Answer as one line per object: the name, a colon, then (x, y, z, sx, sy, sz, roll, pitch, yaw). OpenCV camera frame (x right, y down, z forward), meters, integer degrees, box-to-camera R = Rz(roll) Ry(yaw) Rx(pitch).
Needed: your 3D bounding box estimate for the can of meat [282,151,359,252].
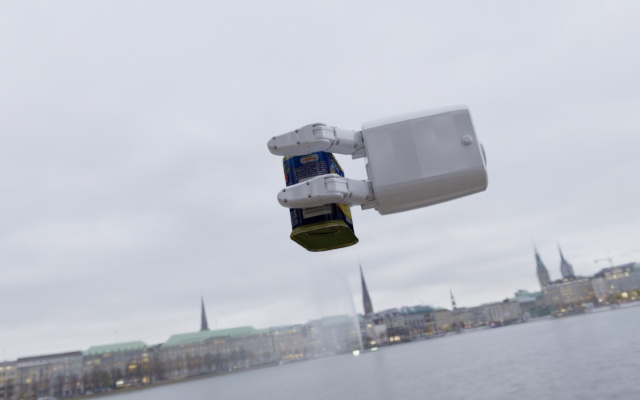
can of meat: (0.000, 0.001, 0.497, 0.057, 0.084, 0.102, -12, -18, 11)
